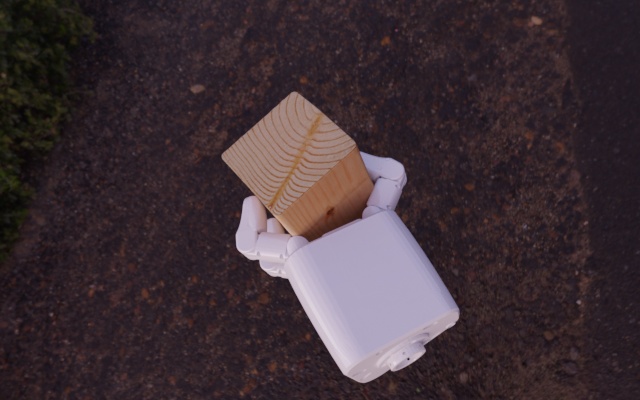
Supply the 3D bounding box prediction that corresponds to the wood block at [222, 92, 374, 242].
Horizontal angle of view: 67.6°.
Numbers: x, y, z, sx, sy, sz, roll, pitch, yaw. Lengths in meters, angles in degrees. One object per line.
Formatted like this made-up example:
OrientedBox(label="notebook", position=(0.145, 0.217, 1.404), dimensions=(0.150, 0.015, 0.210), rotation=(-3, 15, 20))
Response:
OrientedBox(label="wood block", position=(0.001, 0.002, 0.487), dimensions=(0.090, 0.091, 0.206), rotation=(45, -6, 30))
